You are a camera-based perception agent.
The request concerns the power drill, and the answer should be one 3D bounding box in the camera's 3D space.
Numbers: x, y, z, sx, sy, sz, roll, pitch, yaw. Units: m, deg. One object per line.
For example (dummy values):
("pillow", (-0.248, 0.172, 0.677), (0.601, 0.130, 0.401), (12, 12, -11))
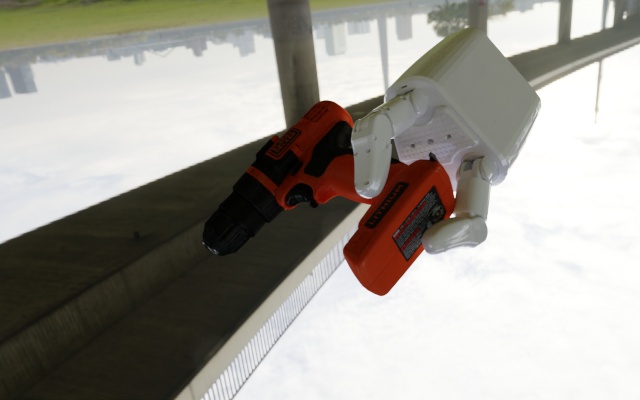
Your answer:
("power drill", (0.001, 0.001, 0.402), (0.187, 0.184, 0.057), (30, -15, 44))
